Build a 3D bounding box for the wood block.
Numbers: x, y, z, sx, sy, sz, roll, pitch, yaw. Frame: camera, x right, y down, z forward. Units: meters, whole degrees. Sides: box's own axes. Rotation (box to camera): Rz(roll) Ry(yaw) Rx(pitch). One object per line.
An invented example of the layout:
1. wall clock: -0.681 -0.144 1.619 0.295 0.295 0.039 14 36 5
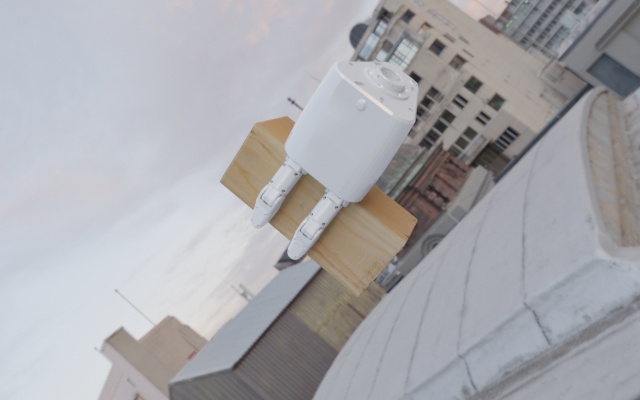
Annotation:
1. wood block: 0.000 0.001 0.562 0.206 0.090 0.091 39 24 7
